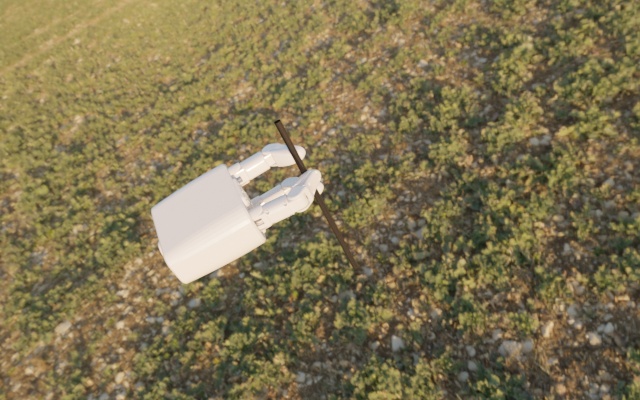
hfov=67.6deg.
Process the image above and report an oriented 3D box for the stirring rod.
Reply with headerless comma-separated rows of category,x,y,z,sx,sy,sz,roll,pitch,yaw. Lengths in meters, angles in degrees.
stirring rod,0.000,0.002,0.594,0.011,0.240,0.011,-20,33,13
